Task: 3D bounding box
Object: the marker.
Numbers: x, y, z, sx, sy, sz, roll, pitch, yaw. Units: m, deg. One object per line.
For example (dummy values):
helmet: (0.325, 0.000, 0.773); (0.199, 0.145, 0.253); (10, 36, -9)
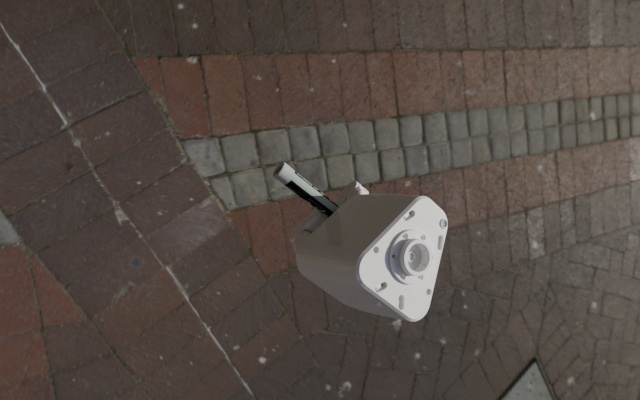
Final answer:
marker: (0.000, 0.002, 0.514); (0.121, 0.020, 0.020); (38, -18, -24)
